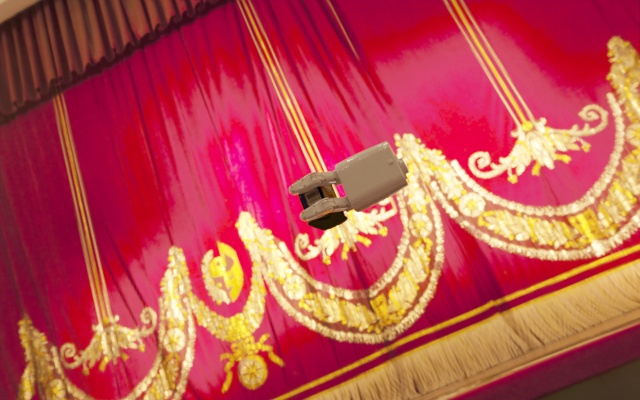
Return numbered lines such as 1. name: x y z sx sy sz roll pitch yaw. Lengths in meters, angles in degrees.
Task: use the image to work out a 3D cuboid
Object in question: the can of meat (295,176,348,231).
1. can of meat: 0.000 0.003 0.895 0.057 0.084 0.102 -28 -20 16
